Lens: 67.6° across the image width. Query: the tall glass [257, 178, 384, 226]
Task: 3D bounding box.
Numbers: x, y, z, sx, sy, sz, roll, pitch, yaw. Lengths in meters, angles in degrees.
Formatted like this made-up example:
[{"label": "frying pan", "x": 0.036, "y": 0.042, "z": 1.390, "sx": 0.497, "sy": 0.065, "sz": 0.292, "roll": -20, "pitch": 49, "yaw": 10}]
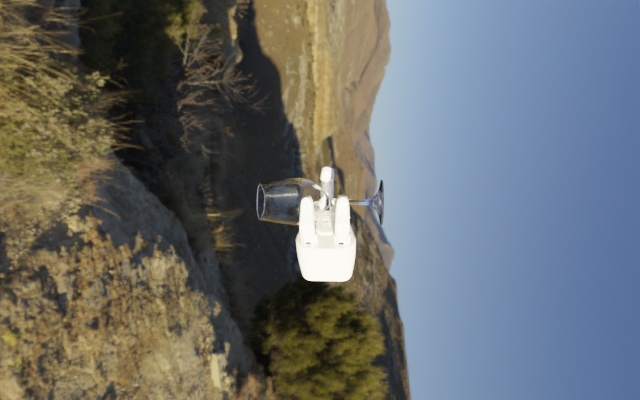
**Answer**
[{"label": "tall glass", "x": 0.001, "y": 0.002, "z": 0.778, "sx": 0.201, "sy": 0.079, "sz": 0.079, "roll": 1, "pitch": 0, "yaw": 3}]
